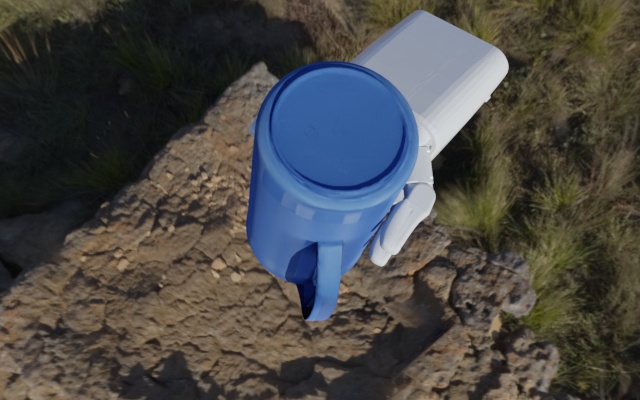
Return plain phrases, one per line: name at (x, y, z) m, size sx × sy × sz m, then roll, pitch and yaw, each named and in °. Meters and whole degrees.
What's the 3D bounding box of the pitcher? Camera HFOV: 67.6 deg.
pitcher at (0.000, 0.001, 0.411) m, size 0.145 × 0.149 × 0.243 m, roll -44°, pitch -8°, yaw -17°
